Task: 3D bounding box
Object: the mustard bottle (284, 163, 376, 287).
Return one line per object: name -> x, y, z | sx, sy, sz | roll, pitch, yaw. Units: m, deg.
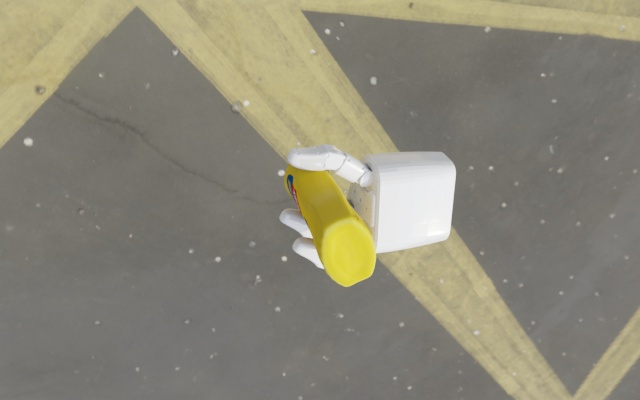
mustard bottle -> 0.000, 0.002, 0.548 | 0.058, 0.096, 0.191 | -25, 40, -3
